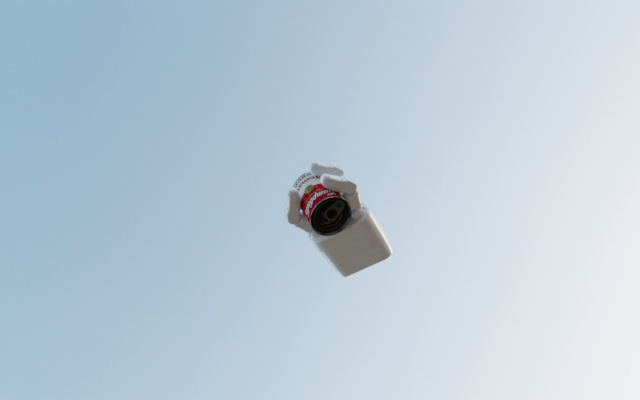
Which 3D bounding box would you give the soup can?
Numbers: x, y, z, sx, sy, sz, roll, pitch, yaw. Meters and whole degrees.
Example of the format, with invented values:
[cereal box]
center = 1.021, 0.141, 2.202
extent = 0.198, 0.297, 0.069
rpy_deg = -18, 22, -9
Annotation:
[soup can]
center = 0.000, 0.002, 0.769
extent = 0.068, 0.068, 0.102
rpy_deg = 0, 27, -21
